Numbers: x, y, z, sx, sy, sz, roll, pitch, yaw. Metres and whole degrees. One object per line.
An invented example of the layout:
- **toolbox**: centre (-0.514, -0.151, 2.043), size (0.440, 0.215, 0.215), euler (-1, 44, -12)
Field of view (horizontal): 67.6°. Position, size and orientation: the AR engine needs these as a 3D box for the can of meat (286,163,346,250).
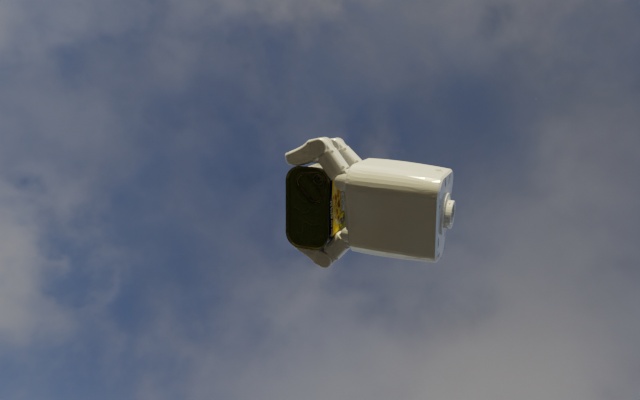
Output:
- **can of meat**: centre (0.000, 0.002, 0.608), size (0.057, 0.102, 0.084), euler (6, 13, 23)
